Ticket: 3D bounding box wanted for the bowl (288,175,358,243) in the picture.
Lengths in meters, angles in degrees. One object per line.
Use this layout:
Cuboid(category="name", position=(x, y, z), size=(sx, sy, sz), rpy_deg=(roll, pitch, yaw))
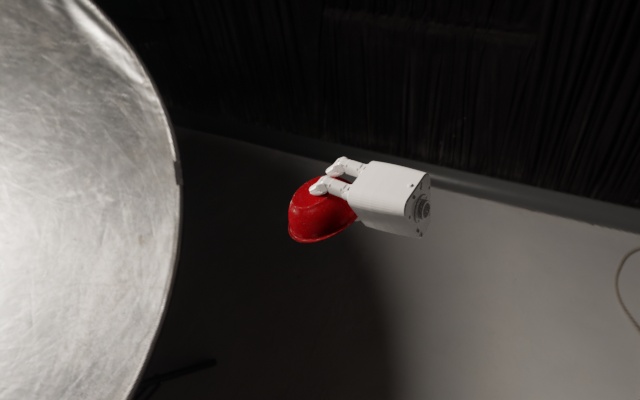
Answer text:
Cuboid(category="bowl", position=(-0.001, 0.003, 0.883), size=(0.162, 0.055, 0.162), rpy_deg=(-22, 31, 14))
